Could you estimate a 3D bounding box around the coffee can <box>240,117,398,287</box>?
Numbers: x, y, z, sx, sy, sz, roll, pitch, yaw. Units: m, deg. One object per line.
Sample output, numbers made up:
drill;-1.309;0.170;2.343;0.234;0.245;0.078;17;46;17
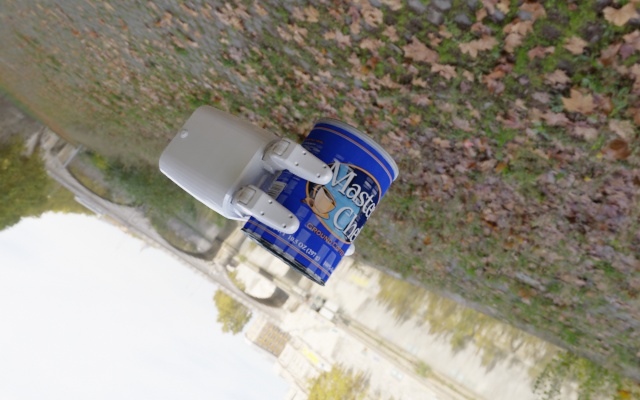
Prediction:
coffee can;0.000;0.002;0.490;0.103;0.140;0.103;33;-11;7
